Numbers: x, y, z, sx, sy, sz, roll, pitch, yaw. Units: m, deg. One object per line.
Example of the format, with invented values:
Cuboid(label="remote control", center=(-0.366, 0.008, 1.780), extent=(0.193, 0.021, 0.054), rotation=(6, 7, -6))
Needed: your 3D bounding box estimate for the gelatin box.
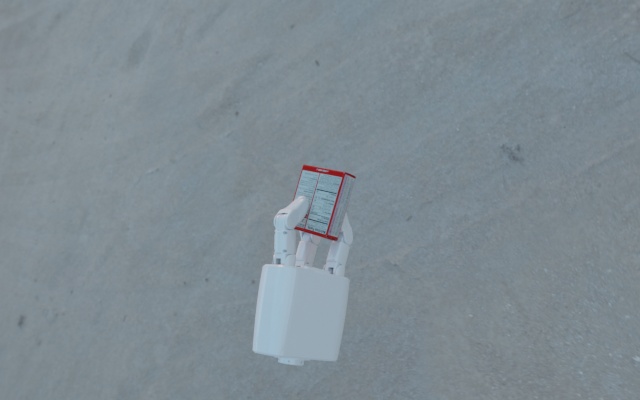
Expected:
Cuboid(label="gelatin box", center=(0.000, 0.002, 0.632), extent=(0.073, 0.089, 0.030), rotation=(13, -3, 39))
